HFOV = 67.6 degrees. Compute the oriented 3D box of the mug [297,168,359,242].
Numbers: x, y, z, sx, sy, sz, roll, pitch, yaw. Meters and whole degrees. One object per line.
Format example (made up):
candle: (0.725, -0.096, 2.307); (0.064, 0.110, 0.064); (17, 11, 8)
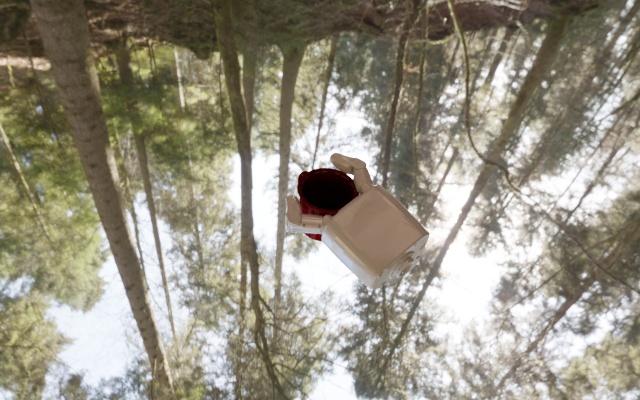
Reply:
mug: (-0.001, 0.002, 0.748); (0.093, 0.082, 0.117); (-27, 57, -28)
